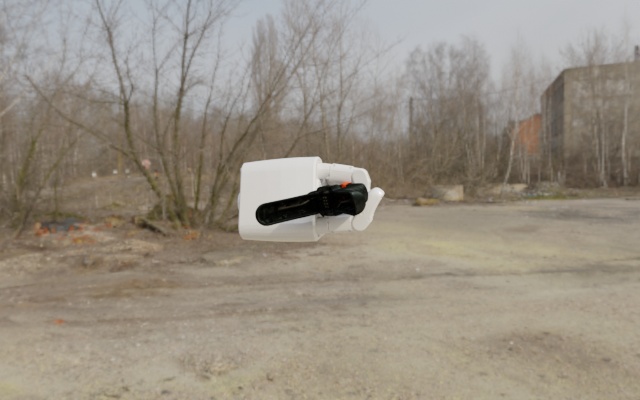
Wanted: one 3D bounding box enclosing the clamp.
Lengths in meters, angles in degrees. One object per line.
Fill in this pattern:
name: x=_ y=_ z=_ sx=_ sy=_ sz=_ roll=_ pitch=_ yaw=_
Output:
clamp: x=0.000 y=0.001 z=0.558 sx=0.120 sy=0.039 sz=0.171 roll=-2 pitch=3 yaw=11
